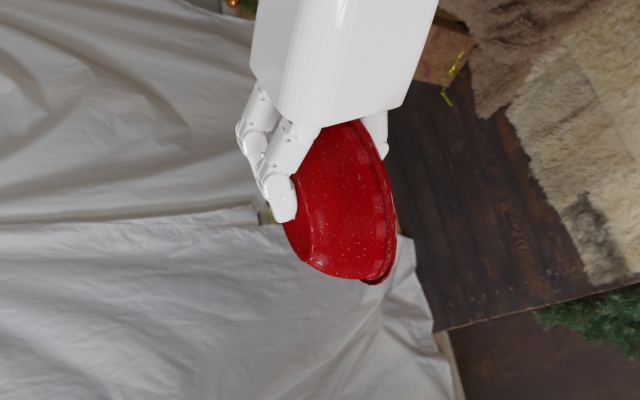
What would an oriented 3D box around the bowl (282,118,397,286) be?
[{"bbox_3d":[0.000,0.003,0.406,0.055,0.162,0.162,-15,5,-19],"label":"bowl"}]
